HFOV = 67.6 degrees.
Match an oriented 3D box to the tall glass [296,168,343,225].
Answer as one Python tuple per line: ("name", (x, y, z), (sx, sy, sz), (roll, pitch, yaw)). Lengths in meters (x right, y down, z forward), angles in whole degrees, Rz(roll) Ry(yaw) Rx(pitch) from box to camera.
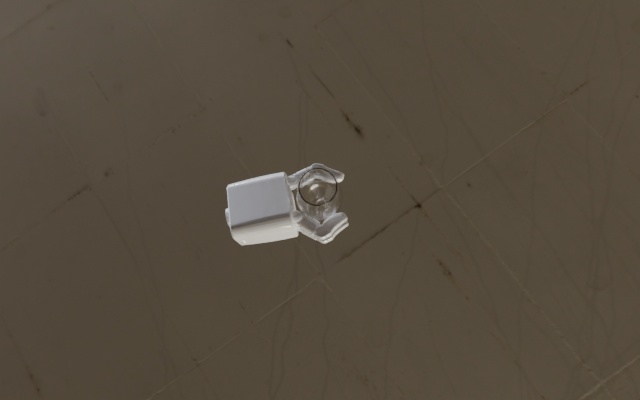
("tall glass", (0.000, 0.003, 0.841), (0.079, 0.079, 0.201), (0, -14, 2))
